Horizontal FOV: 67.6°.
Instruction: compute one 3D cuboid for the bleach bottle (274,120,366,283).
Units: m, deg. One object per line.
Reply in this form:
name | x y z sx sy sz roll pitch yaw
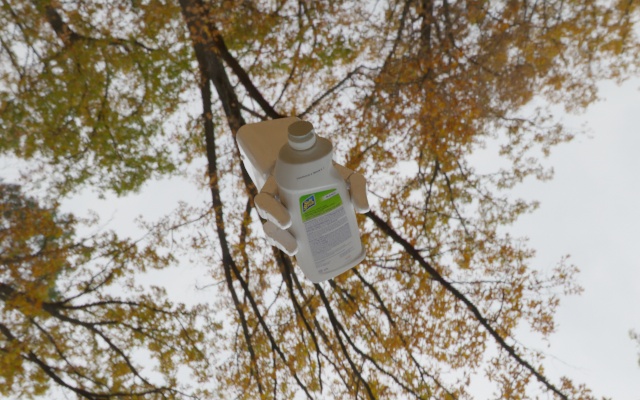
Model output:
bleach bottle | 0.000 0.002 0.616 0.102 0.251 0.068 -27 49 -16
